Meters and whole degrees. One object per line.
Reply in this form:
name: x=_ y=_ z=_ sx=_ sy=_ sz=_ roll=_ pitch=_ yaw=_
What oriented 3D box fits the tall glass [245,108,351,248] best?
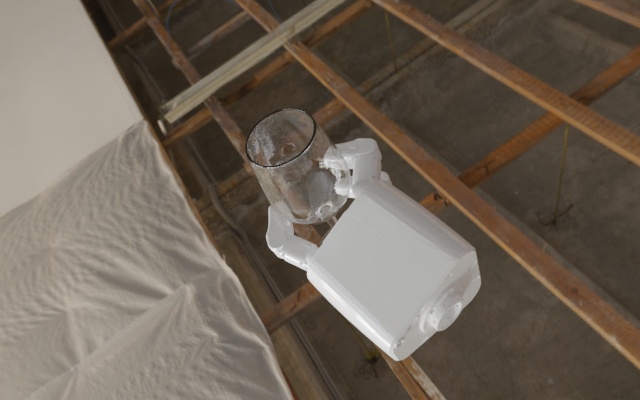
tall glass: x=0.000 y=0.002 z=0.459 sx=0.079 sy=0.079 sz=0.201 roll=0 pitch=-32 yaw=23
